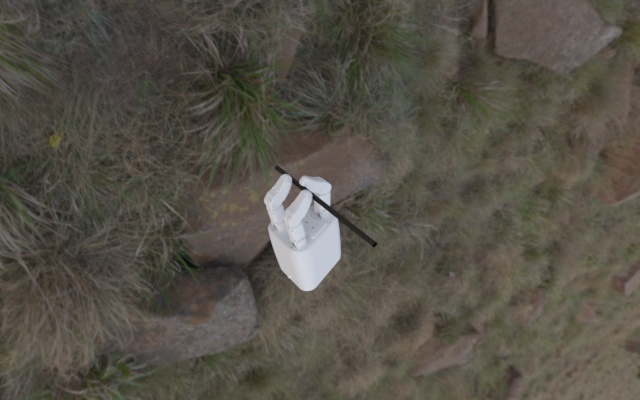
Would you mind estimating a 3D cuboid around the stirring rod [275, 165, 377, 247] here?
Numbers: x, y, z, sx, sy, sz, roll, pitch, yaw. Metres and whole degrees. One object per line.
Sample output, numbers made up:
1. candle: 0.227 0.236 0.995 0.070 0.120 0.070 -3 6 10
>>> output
1. stirring rod: 0.000 0.002 0.713 0.011 0.011 0.239 0 28 -43
